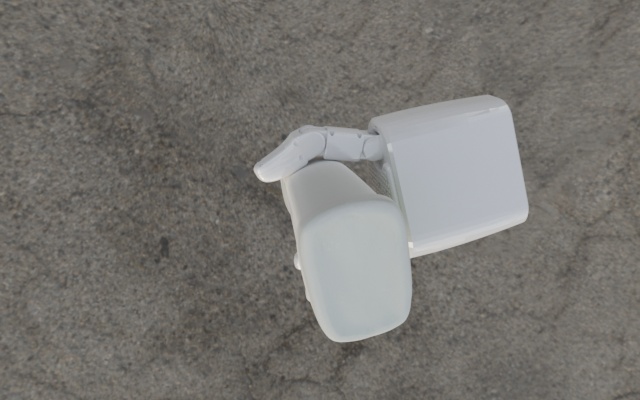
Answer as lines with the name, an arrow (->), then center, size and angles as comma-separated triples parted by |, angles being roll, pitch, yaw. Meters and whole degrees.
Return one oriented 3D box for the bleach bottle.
bleach bottle -> 0.000, 0.001, 0.403 | 0.068, 0.103, 0.250 | -14, 25, -6
